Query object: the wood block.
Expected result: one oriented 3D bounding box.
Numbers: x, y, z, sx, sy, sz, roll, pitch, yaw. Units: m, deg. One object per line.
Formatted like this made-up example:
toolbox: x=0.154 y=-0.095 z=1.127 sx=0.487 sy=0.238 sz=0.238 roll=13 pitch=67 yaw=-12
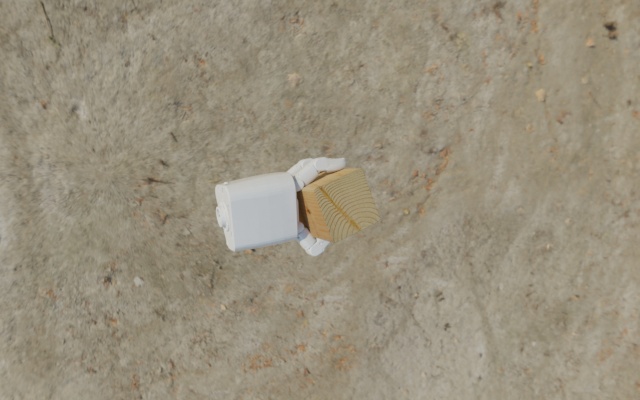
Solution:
wood block: x=0.000 y=0.003 z=0.810 sx=0.090 sy=0.091 sz=0.206 roll=-25 pitch=13 yaw=-21
